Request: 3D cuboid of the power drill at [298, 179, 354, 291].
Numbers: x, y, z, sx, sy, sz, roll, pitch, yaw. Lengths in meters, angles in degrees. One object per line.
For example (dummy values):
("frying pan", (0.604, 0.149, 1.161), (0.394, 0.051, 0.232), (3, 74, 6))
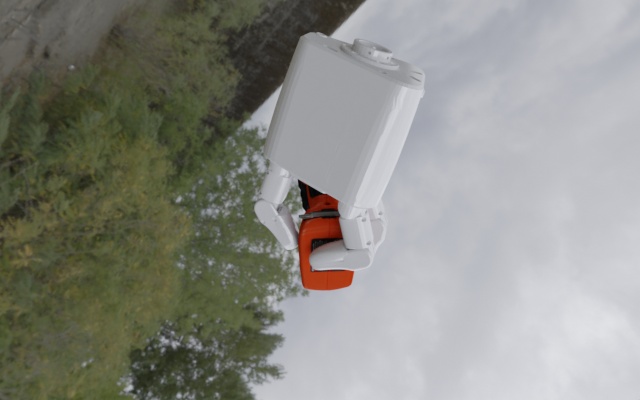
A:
("power drill", (0.000, 0.002, 0.528), (0.057, 0.187, 0.185), (-4, -43, -3))
